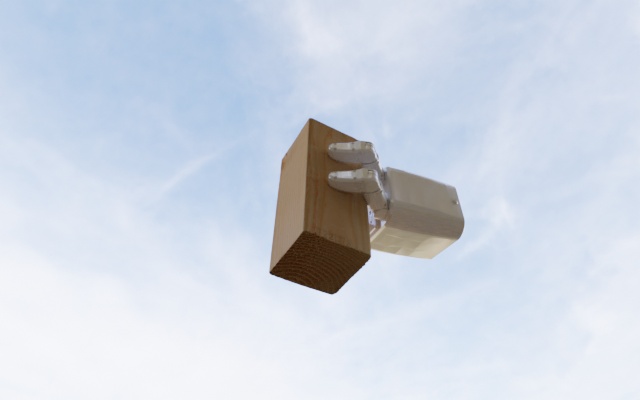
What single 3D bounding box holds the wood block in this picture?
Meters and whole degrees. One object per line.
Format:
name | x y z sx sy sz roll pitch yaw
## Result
wood block | 0.000 0.002 0.613 0.090 0.206 0.091 22 -49 -19
